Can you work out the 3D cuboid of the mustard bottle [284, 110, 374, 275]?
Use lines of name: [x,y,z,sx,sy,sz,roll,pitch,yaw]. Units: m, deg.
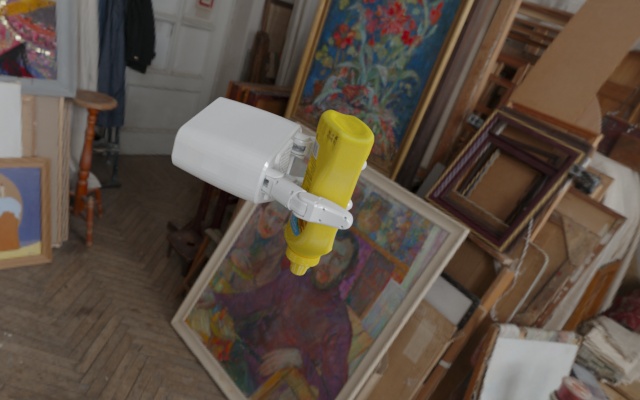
mustard bottle: [0.000,0.002,0.536,0.058,0.192,0.096,13,23,-15]
